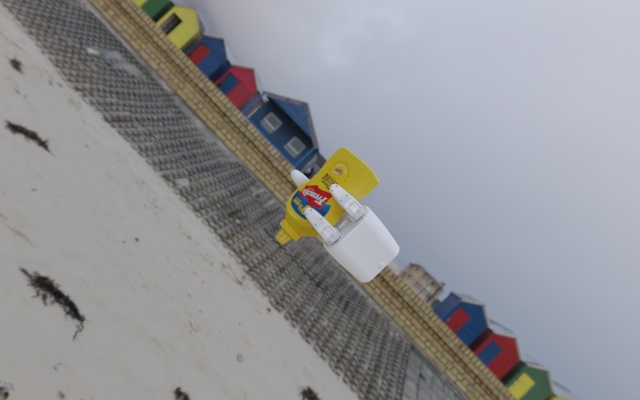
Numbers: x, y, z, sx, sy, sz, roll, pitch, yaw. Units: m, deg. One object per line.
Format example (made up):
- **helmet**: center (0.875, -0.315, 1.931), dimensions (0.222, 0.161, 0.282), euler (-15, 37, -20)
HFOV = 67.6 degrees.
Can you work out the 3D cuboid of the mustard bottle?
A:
- **mustard bottle**: center (0.000, 0.002, 0.801), dimensions (0.096, 0.191, 0.058), euler (45, -2, 37)
